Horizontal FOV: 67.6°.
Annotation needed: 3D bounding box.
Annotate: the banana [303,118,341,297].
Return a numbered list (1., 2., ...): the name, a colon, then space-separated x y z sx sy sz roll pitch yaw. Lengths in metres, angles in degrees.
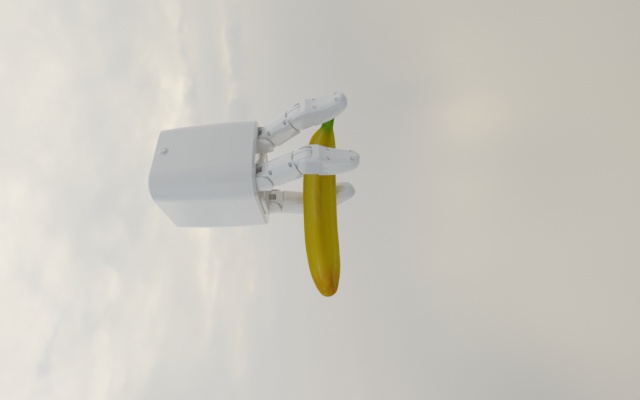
1. banana: 0.000 0.005 0.494 0.037 0.197 0.070 -1 -20 -1
